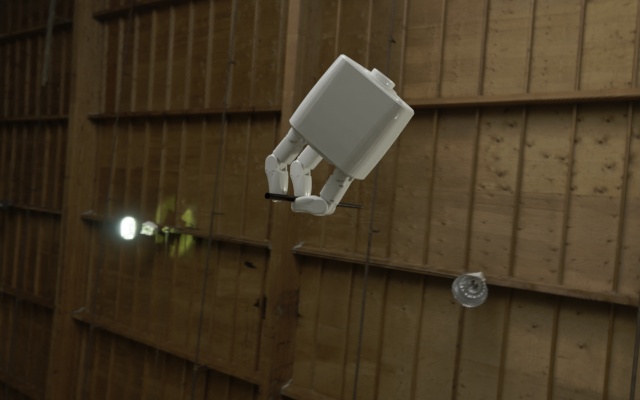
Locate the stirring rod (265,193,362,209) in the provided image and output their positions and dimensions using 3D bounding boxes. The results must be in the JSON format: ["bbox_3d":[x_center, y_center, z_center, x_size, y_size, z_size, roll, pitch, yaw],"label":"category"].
[{"bbox_3d":[0.000,0.002,0.681,0.011,0.011,0.239,0,-4,33],"label":"stirring rod"}]
